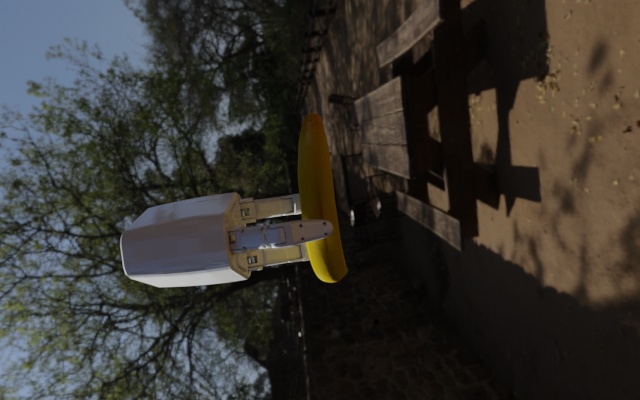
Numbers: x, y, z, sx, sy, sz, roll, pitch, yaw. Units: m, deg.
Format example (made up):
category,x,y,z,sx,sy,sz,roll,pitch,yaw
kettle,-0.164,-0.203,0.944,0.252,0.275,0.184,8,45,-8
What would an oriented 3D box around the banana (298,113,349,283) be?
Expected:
category,x,y,z,sx,sy,sz,roll,pitch,yaw
banana,0.000,0.013,0.495,0.037,0.198,0.069,-7,25,5
